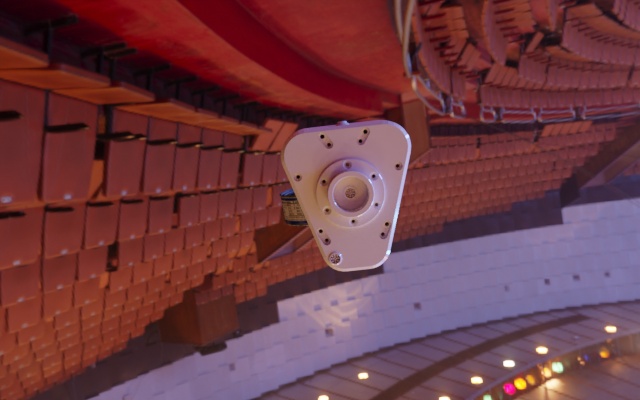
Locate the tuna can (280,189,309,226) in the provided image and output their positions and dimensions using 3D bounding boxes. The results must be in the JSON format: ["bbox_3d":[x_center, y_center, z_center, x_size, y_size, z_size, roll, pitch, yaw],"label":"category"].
[{"bbox_3d":[0.000,0.002,0.524,0.086,0.034,0.086,-9,8,1],"label":"tuna can"}]
